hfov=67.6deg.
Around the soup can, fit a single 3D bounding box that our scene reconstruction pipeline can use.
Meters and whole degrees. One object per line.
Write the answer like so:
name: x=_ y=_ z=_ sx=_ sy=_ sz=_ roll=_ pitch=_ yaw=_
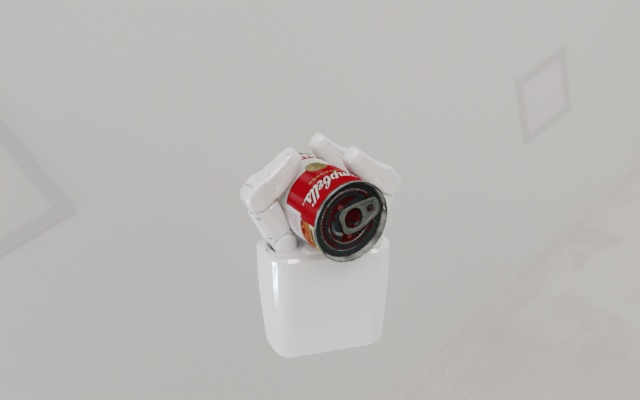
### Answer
soup can: x=0.000 y=0.001 z=0.412 sx=0.068 sy=0.068 sz=0.102 roll=0 pitch=18 yaw=-32
